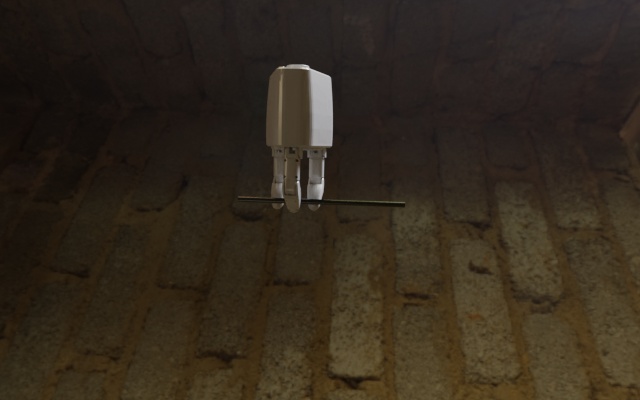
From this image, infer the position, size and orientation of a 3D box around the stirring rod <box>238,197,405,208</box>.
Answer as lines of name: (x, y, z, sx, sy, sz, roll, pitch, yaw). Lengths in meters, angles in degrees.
stirring rod: (0.000, 0.002, 0.688, 0.239, 0.011, 0.011, 2, 0, 5)
